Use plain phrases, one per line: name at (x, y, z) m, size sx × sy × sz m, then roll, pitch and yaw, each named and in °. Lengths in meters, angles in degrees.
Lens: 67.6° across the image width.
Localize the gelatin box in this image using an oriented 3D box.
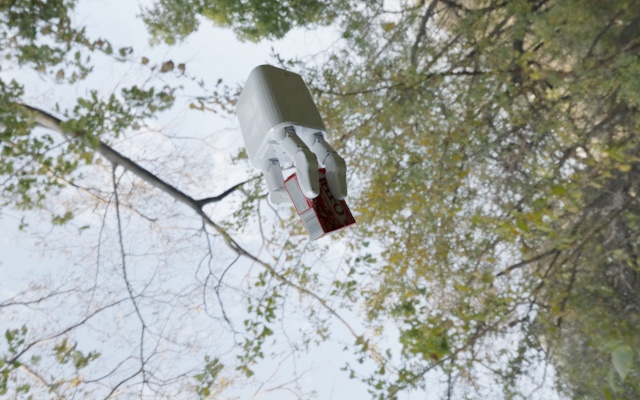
gelatin box at (0.000, 0.003, 0.630) m, size 0.030 × 0.089 × 0.073 m, roll -32°, pitch -10°, yaw 37°
